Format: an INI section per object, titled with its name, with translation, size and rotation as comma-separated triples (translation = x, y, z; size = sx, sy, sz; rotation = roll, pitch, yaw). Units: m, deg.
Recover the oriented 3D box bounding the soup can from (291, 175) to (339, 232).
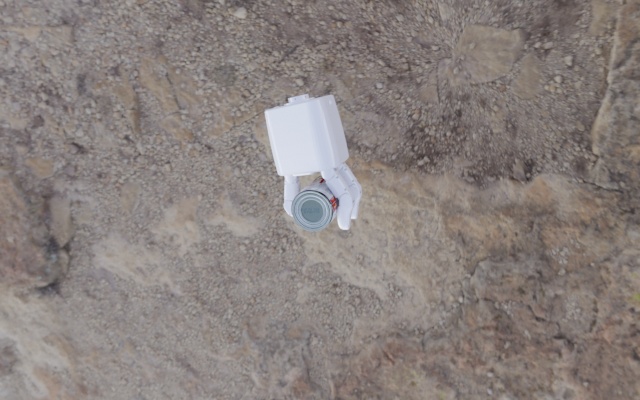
[soup can]
translation = 0.000, 0.003, 0.763
size = 0.068, 0.068, 0.102
rotation = 0, 16, 16
